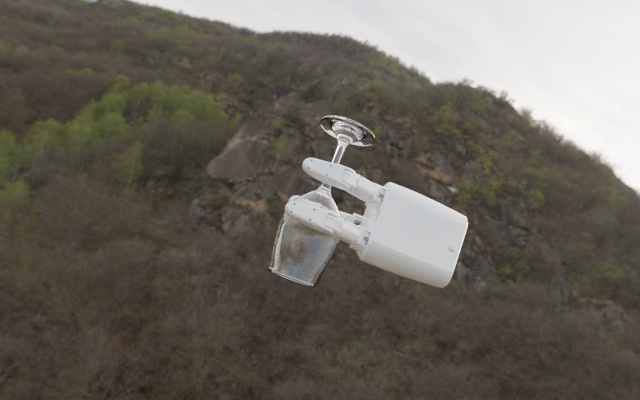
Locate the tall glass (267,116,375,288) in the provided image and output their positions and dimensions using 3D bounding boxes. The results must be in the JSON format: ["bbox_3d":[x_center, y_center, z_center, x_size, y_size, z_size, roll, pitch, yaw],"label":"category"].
[{"bbox_3d":[0.000,0.001,0.587,0.079,0.201,0.079,20,-12,5],"label":"tall glass"}]
